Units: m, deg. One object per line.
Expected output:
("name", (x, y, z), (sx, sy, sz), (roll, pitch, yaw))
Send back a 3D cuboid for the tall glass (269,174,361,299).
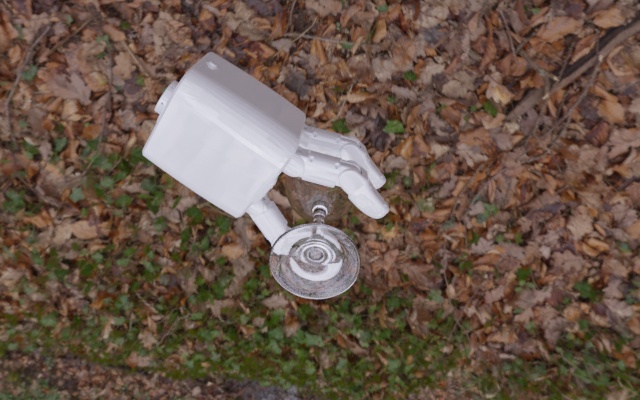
("tall glass", (0.000, 0.002, 0.468), (0.079, 0.079, 0.201), (0, 29, 3))
